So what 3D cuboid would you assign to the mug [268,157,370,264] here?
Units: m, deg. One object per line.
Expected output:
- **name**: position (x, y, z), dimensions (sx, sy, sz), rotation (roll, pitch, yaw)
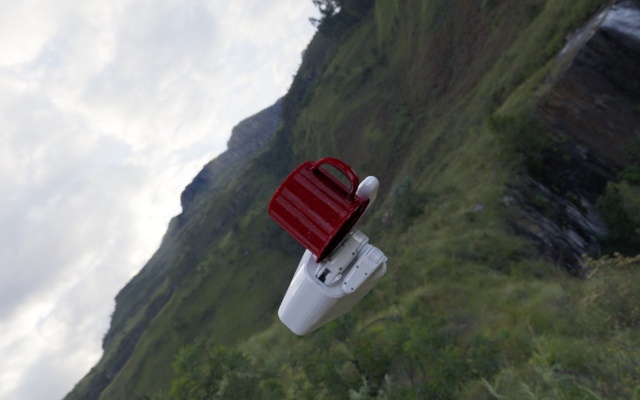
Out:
- **mug**: position (0.000, 0.001, 0.530), dimensions (0.081, 0.117, 0.093), rotation (39, 42, 11)
